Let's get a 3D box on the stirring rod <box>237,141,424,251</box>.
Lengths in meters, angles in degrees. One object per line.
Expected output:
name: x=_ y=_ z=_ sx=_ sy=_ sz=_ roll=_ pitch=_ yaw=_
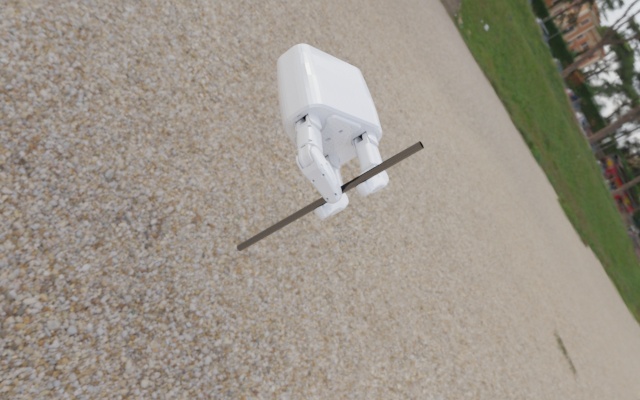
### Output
stirring rod: x=0.000 y=0.002 z=0.495 sx=0.239 sy=0.011 sz=0.011 roll=-30 pitch=-14 yaw=27
